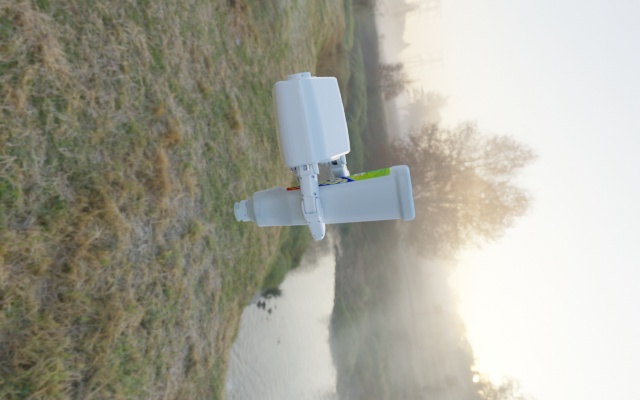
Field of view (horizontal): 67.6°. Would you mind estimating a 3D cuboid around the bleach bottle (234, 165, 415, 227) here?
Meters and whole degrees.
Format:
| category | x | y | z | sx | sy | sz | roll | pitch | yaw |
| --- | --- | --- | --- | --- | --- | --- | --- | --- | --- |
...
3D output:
| category | x | y | z | sx | sy | sz | roll | pitch | yaw |
| --- | --- | --- | --- | --- | --- | --- | --- | --- | --- |
| bleach bottle | 0.000 | 0.002 | 0.663 | 0.251 | 0.068 | 0.102 | -7 | 11 | 11 |
